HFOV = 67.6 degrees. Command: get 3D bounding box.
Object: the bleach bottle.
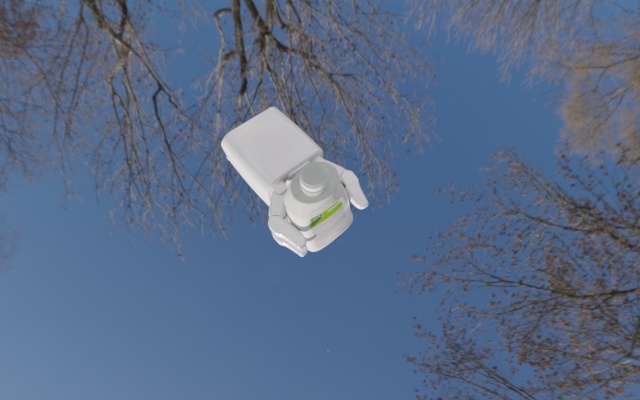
[{"bbox_3d":[0.000,0.002,0.670,0.102,0.068,0.251,-41,-14,-11],"label":"bleach bottle"}]
